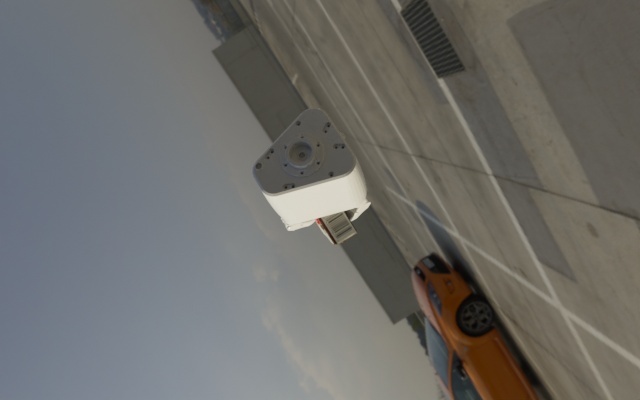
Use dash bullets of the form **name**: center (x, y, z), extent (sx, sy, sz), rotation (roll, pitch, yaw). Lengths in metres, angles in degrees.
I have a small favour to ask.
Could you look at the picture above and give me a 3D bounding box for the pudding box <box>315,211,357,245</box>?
- **pudding box**: center (0.000, 0.002, 0.670), extent (0.039, 0.113, 0.090), rotation (-31, 9, -4)
